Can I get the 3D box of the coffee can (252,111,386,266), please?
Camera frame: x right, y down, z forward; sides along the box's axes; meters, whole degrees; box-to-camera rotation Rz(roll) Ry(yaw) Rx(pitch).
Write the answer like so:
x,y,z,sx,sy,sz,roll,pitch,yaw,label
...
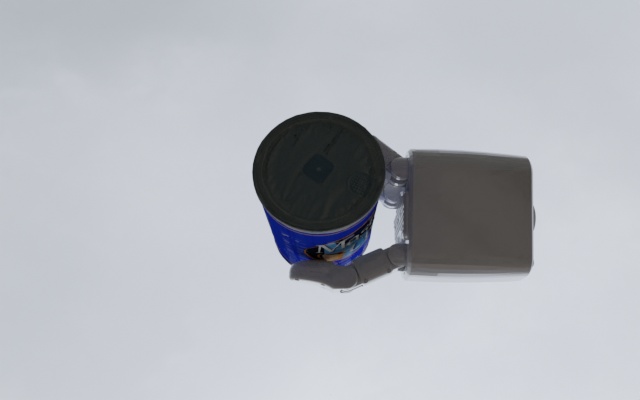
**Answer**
x,y,z,sx,sy,sz,roll,pitch,yaw,label
0.000,0.001,0.429,0.103,0.102,0.140,0,-22,1,coffee can
